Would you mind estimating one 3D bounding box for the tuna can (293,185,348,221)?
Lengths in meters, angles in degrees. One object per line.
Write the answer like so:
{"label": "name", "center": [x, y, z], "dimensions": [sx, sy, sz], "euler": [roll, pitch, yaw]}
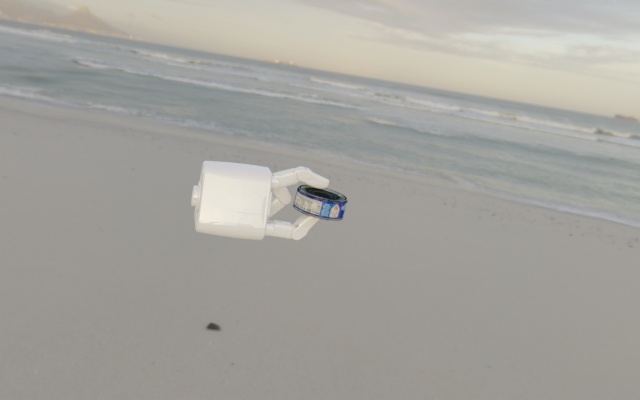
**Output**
{"label": "tuna can", "center": [0.000, 0.002, 0.777], "dimensions": [0.086, 0.034, 0.086], "euler": [14, 13, -3]}
